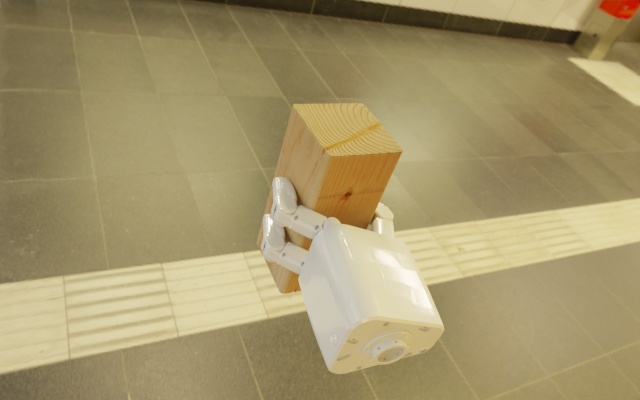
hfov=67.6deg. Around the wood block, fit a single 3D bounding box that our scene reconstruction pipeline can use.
[{"bbox_3d":[0.001,0.002,0.544,0.091,0.206,0.090,-7,46,-30],"label":"wood block"}]
